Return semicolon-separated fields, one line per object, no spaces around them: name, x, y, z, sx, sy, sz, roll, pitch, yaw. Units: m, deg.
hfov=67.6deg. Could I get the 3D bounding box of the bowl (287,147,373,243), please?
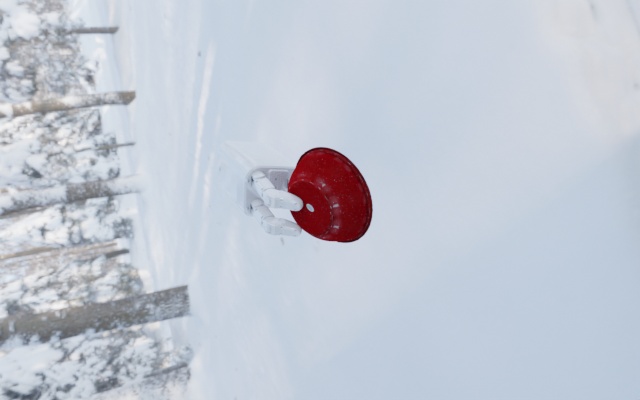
bowl;0.001;0.003;0.732;0.162;0.162;0.055;0;21;44
